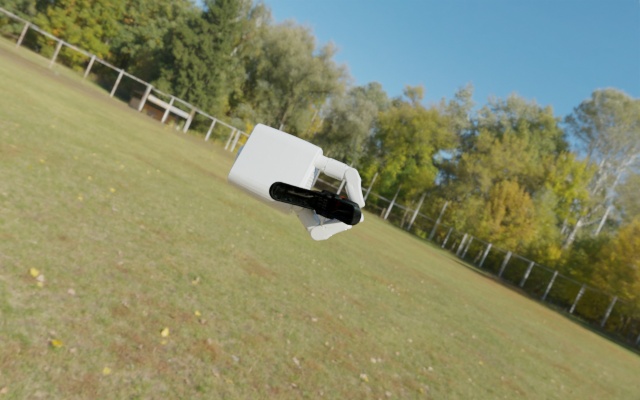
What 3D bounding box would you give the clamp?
[{"bbox_3d":[0.000,0.002,0.648,0.120,0.039,0.171,24,1,6],"label":"clamp"}]
